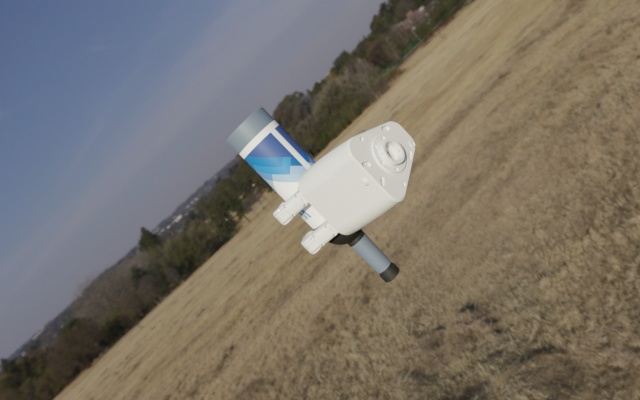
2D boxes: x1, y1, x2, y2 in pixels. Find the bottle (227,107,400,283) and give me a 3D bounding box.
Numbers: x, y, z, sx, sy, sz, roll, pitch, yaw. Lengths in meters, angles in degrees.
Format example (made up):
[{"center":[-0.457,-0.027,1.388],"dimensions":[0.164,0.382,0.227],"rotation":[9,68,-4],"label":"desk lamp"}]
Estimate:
[{"center":[0.000,0.002,0.658],"dimensions":[0.069,0.296,0.069],"rotation":[-44,7,7],"label":"bottle"}]
